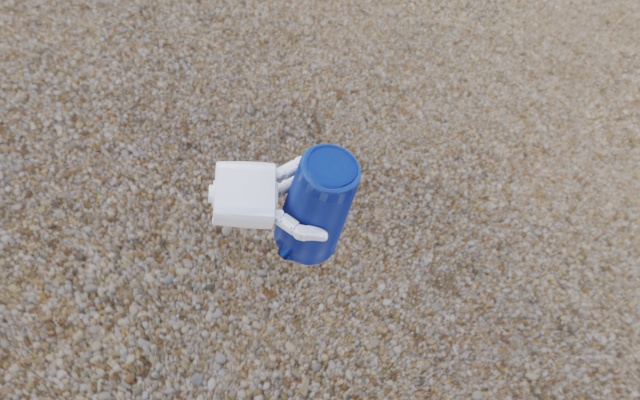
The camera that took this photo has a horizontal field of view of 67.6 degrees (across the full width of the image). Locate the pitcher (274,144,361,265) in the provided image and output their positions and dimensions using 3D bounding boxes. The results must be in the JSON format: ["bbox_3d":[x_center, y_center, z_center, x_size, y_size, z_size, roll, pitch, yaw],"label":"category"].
[{"bbox_3d":[0.000,0.003,0.899,0.145,0.149,0.243,4,-35,-13],"label":"pitcher"}]
